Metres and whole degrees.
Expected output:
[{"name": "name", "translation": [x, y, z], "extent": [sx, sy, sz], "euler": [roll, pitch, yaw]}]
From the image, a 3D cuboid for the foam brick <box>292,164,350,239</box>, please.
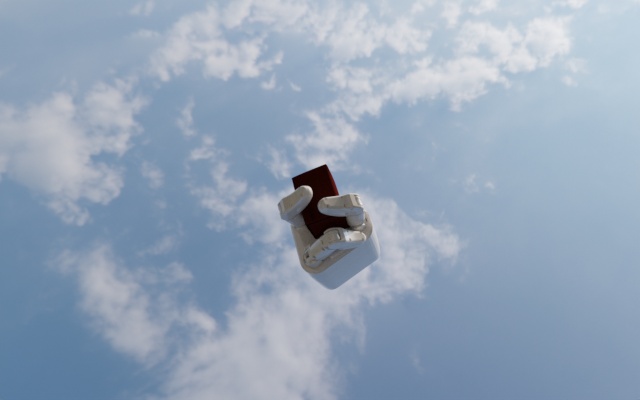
[{"name": "foam brick", "translation": [0.000, 0.002, 0.644], "extent": [0.053, 0.078, 0.051], "euler": [-20, -28, 6]}]
